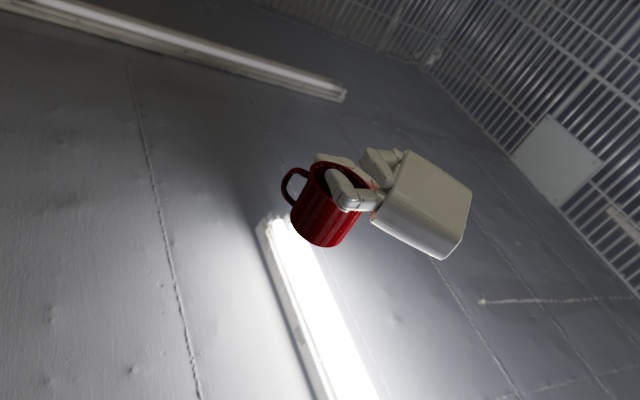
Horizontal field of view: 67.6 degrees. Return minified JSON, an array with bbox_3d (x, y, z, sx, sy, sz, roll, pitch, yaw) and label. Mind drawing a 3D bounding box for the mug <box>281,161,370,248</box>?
[{"bbox_3d":[-0.001,0.002,0.630,0.117,0.081,0.093,30,33,-2],"label":"mug"}]
